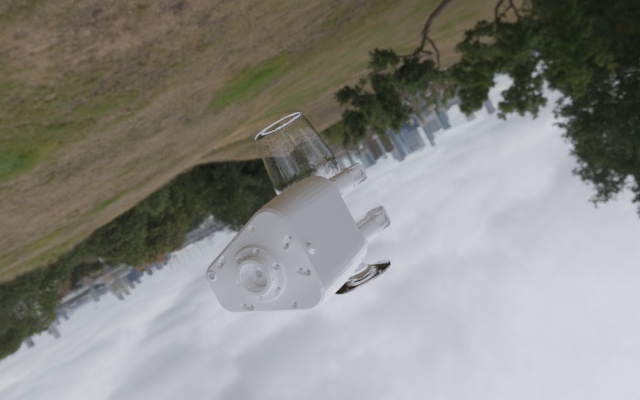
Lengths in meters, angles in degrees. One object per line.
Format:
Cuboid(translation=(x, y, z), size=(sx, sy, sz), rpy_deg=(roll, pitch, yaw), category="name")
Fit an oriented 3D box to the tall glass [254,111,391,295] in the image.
Cuboid(translation=(0.000, 0.002, 0.543), size=(0.079, 0.201, 0.079), rpy_deg=(-29, 3, 2), category="tall glass")
